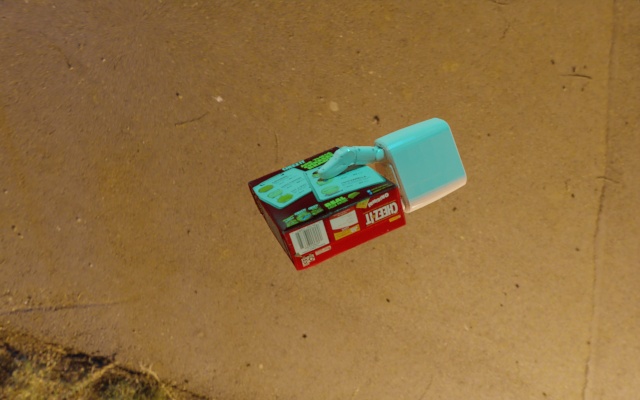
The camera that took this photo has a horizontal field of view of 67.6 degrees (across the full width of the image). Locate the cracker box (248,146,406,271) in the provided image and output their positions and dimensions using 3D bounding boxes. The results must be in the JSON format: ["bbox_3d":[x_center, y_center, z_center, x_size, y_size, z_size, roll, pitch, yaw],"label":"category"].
[{"bbox_3d":[0.000,0.002,0.702,0.164,0.072,0.213,-23,25,-12],"label":"cracker box"}]
